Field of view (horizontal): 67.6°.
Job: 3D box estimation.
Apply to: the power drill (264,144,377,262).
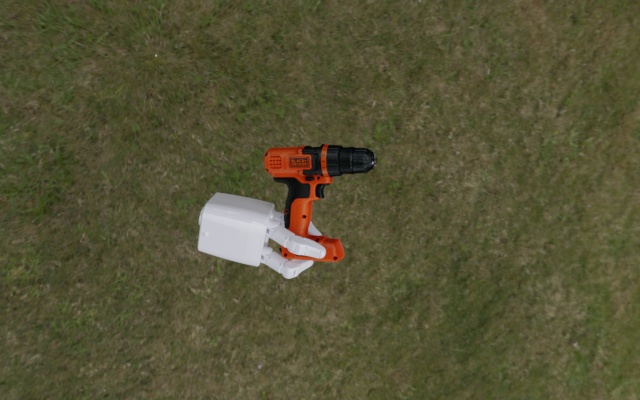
[{"bbox_3d":[0.000,0.003,0.778,0.184,0.187,0.057,1,8,18],"label":"power drill"}]
